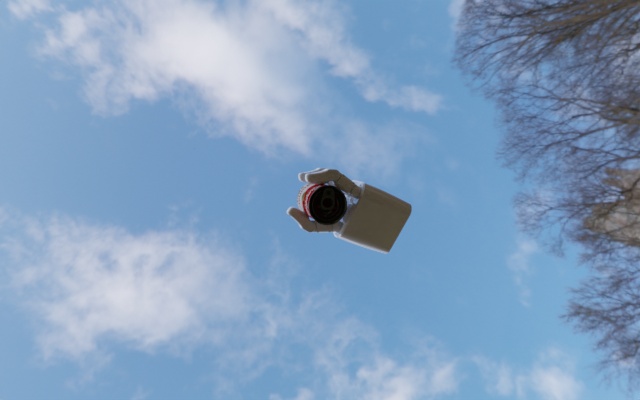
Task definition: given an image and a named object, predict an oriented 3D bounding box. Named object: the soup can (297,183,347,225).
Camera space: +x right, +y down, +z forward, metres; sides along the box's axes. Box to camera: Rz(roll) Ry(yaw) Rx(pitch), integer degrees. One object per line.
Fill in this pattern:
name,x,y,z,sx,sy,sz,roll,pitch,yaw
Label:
soup can,0.000,0.003,0.849,0.068,0.068,0.102,0,6,-15
